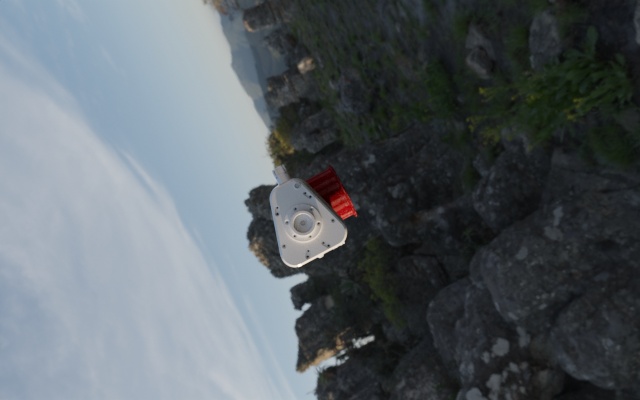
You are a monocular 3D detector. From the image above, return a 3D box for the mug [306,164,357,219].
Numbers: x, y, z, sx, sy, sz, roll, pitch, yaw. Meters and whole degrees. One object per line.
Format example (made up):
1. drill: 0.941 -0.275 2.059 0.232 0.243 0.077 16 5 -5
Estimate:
1. mug: 0.000 0.003 0.768 0.081 0.093 0.117 -28 0 -1
